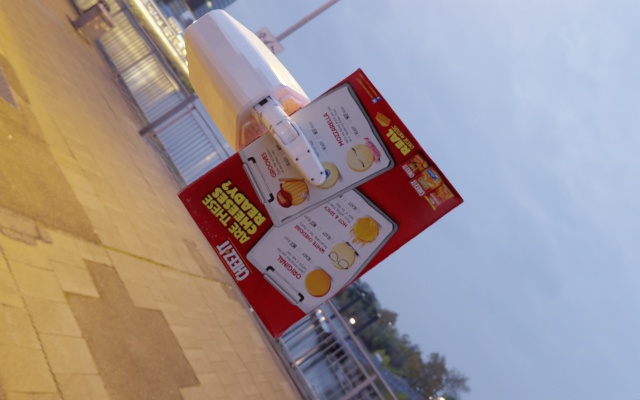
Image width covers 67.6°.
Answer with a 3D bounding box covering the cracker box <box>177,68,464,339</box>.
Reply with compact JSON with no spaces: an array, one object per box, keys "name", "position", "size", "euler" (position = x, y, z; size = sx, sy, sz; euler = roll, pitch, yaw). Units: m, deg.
[{"name":"cracker box","position":[0.000,0.001,0.468],"size":[0.213,0.164,0.072],"euler":[-36,-9,-3]}]
